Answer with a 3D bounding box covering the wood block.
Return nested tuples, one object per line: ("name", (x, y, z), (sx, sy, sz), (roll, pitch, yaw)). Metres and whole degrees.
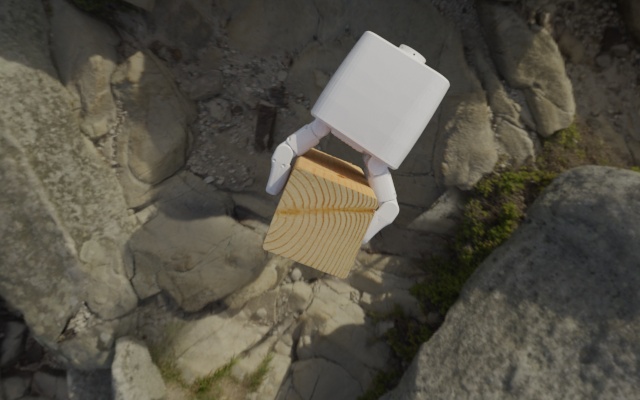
("wood block", (0.000, 0.001, 0.559), (0.091, 0.090, 0.206), (22, 11, -4))
